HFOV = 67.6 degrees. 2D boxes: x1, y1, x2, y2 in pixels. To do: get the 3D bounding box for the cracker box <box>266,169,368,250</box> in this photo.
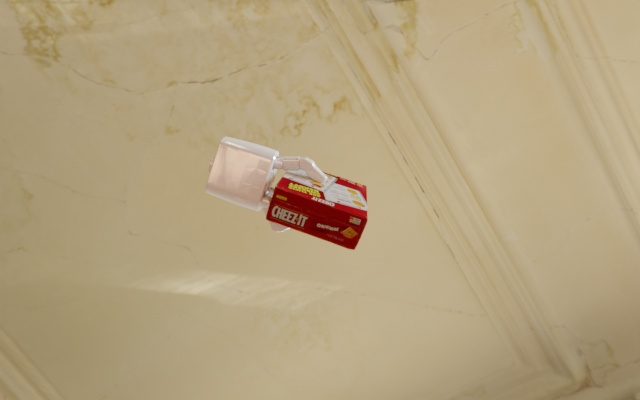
[{"bbox_3d":[0.000,0.003,0.893,0.164,0.072,0.213,19,17,-1],"label":"cracker box"}]
